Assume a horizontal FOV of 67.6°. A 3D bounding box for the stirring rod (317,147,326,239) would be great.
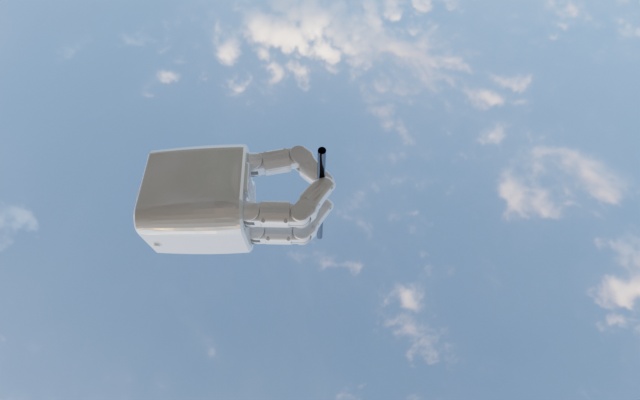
[{"bbox_3d":[0.000,0.002,0.551,0.011,0.011,0.240,0,-23,-1],"label":"stirring rod"}]
